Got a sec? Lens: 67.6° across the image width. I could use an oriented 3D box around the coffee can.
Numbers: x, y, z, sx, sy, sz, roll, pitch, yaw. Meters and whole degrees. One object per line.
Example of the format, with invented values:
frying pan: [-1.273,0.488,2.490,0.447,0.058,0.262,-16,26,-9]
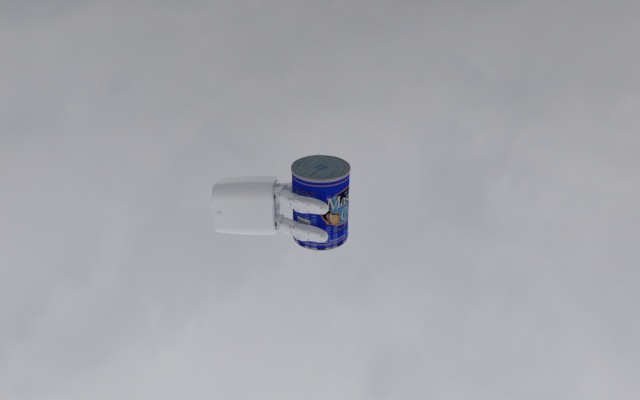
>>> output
coffee can: [0.000,0.003,0.850,0.103,0.140,0.102,0,28,0]
